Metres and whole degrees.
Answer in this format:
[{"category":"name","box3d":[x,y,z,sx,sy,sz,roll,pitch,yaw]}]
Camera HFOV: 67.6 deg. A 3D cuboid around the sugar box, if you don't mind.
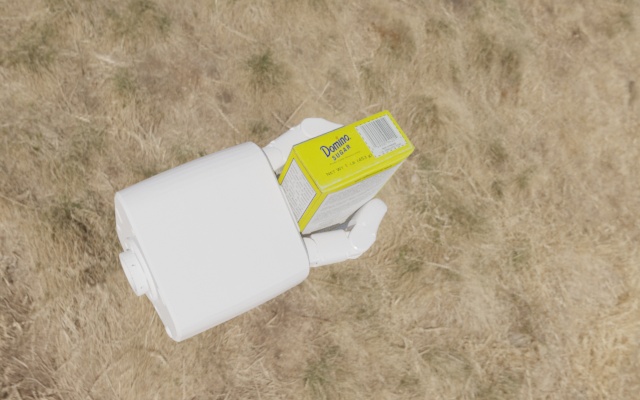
[{"category":"sugar box","box3d":[0.000,0.001,0.412,0.093,0.048,0.176,-24,-14,-29]}]
